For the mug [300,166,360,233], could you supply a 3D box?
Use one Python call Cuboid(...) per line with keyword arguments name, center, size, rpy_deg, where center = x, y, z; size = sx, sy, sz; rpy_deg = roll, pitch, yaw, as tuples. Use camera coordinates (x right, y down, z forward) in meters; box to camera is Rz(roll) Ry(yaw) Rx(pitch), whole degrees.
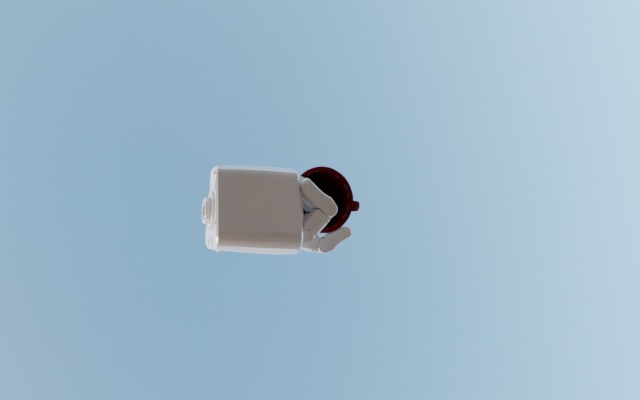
Cuboid(name="mug", center=(0.001, 0.002, 0.704), size=(0.117, 0.093, 0.081), rpy_deg=(5, -6, -22))
